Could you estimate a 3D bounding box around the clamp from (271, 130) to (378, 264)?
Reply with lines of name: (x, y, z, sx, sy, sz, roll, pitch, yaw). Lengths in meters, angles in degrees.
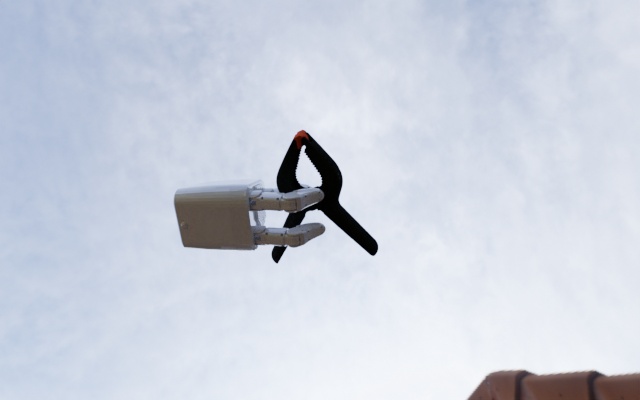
clamp: (0.000, 0.001, 0.688, 0.164, 0.210, 0.036, 0, 27, 7)
